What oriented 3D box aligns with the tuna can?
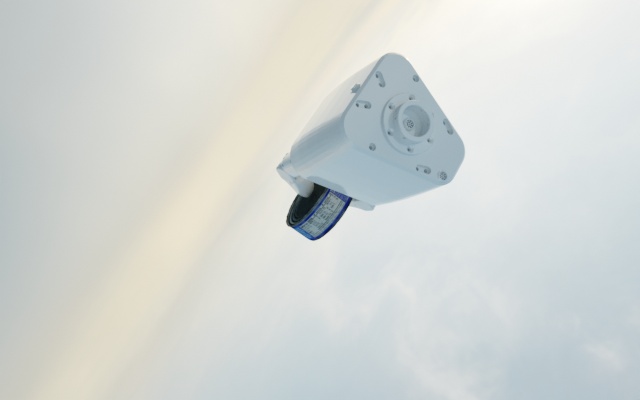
[{"bbox_3d":[0.001,0.002,0.533,0.034,0.086,0.086,36,-12,-17],"label":"tuna can"}]
